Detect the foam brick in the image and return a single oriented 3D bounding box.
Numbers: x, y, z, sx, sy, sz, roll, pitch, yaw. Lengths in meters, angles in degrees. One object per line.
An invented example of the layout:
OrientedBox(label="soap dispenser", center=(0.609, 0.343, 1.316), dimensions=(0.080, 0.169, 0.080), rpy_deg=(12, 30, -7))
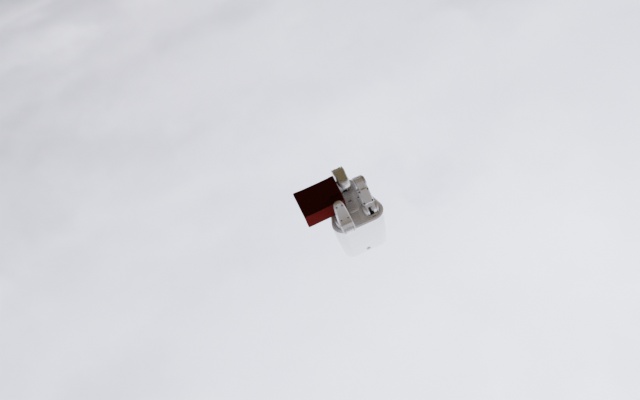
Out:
OrientedBox(label="foam brick", center=(0.000, 0.003, 0.838), dimensions=(0.078, 0.053, 0.051), rpy_deg=(-24, -24, -3))
